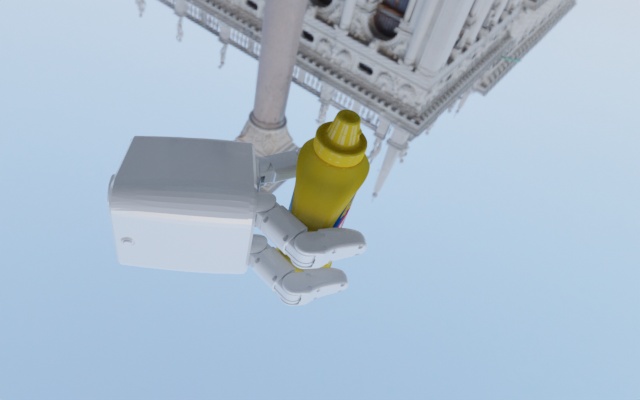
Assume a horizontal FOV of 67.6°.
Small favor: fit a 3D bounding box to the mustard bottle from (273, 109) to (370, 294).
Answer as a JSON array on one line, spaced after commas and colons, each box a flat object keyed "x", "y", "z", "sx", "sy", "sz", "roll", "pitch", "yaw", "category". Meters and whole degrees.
[{"x": 0.000, "y": 0.002, "z": 0.417, "sx": 0.058, "sy": 0.192, "sz": 0.096, "roll": 22, "pitch": 46, "yaw": 5, "category": "mustard bottle"}]
